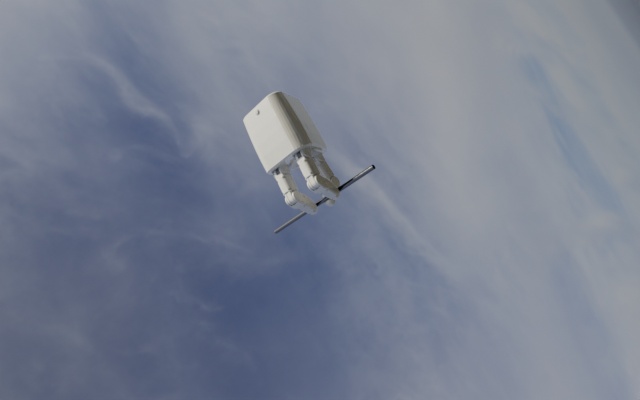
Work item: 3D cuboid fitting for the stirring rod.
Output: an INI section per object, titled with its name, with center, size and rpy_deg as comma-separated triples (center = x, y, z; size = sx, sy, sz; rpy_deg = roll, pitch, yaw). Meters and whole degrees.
[stirring rod]
center = 0.000, 0.003, 0.805
size = 0.239, 0.011, 0.011
rpy_deg = -34, -21, 35
